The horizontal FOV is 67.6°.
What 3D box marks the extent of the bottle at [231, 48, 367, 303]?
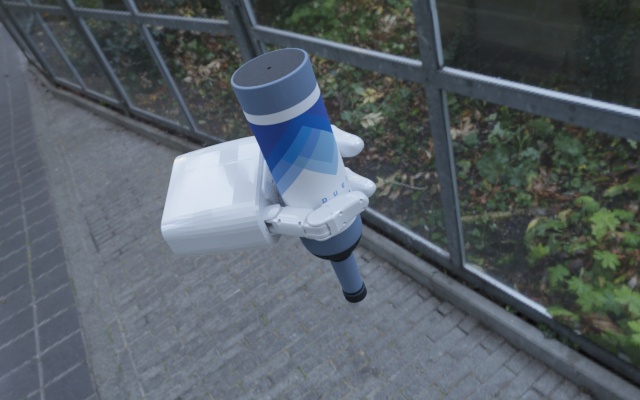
[{"bbox_3d":[0.000,0.001,0.474,0.069,0.296,0.069,-13,38,10],"label":"bottle"}]
